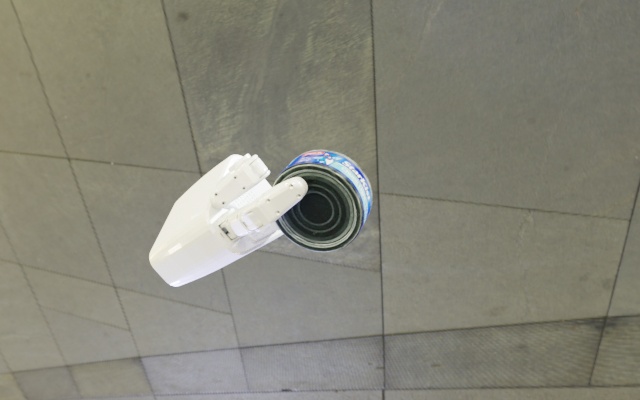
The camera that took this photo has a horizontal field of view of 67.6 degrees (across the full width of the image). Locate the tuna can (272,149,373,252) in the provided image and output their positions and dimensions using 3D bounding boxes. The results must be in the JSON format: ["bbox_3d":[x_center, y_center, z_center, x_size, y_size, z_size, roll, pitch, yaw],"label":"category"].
[{"bbox_3d":[0.000,0.002,0.414,0.086,0.086,0.033,0,25,20],"label":"tuna can"}]
